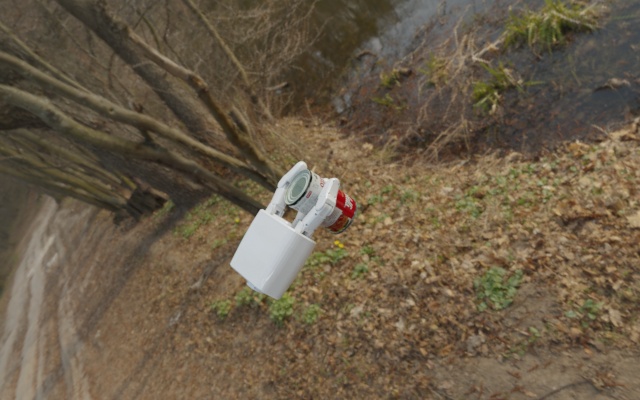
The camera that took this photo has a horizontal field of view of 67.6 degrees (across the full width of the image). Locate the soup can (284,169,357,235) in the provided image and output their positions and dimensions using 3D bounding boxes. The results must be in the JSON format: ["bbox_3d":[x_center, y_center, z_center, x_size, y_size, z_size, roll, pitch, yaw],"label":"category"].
[{"bbox_3d":[0.000,0.002,0.773,0.102,0.068,0.068,33,-17,-28],"label":"soup can"}]
